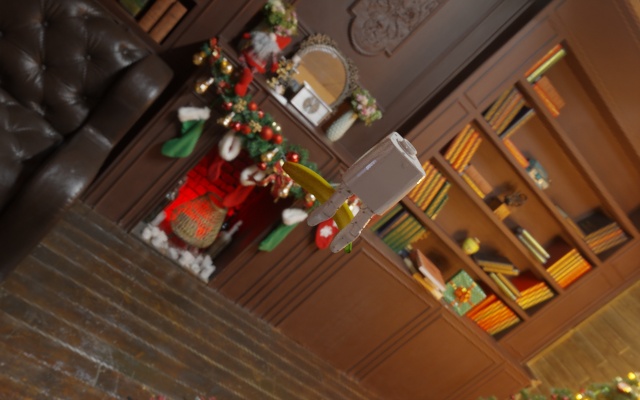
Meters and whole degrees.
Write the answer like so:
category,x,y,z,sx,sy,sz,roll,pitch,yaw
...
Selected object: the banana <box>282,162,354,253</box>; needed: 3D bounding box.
category,x,y,z,sx,sy,sz,roll,pitch,yaw
banana,0.009,0.000,0.864,0.037,0.198,0.069,-39,-1,29
